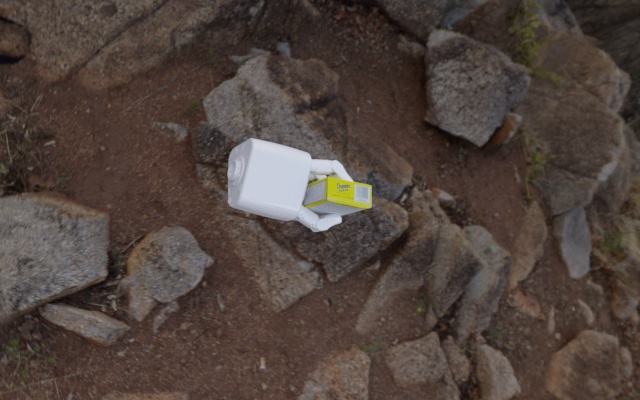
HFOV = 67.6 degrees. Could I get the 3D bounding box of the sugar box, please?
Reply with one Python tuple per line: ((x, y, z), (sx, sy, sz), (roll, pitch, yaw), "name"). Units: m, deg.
((0.000, 0.002, 0.839), (0.093, 0.048, 0.176), (11, -14, -33), "sugar box")
